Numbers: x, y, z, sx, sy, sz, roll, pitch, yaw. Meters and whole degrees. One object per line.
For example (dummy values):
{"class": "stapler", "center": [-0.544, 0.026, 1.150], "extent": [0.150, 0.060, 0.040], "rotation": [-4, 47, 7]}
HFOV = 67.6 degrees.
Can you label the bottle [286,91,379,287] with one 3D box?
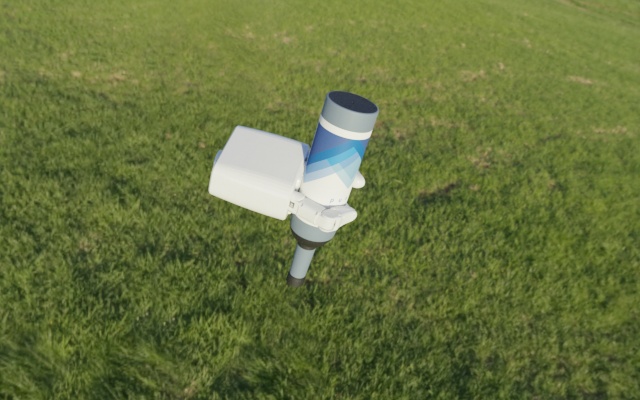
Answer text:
{"class": "bottle", "center": [0.000, 0.002, 0.649], "extent": [0.069, 0.296, 0.069], "rotation": [13, 31, -8]}
